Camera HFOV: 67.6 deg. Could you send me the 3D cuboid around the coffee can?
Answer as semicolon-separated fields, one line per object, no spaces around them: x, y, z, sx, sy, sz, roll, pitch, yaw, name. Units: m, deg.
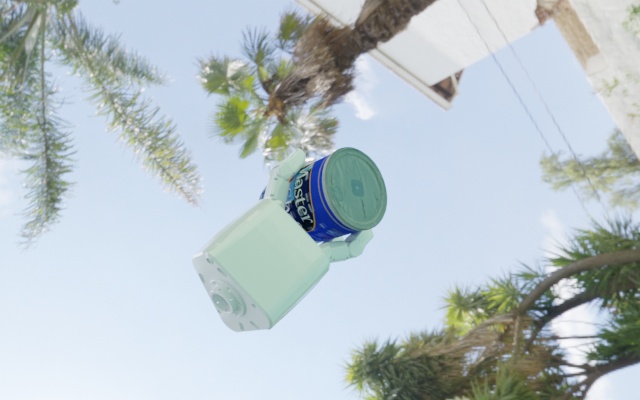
0.000;0.002;0.616;0.103;0.102;0.140;0;-14;-41;coffee can
